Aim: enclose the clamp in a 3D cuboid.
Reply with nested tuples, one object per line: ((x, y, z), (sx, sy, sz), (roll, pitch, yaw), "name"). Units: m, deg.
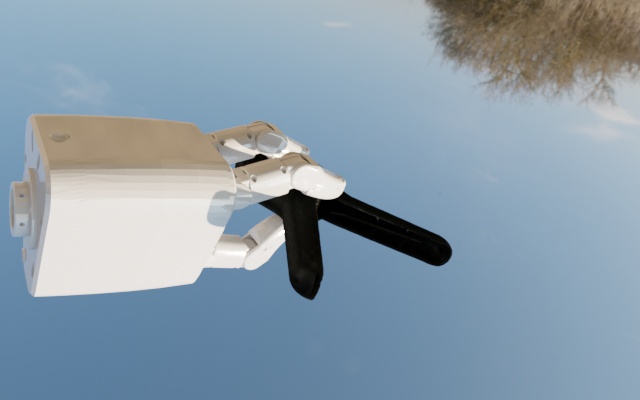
((-0.001, 0.002, 0.401), (0.164, 0.036, 0.210), (2, 30, -39), "clamp")
